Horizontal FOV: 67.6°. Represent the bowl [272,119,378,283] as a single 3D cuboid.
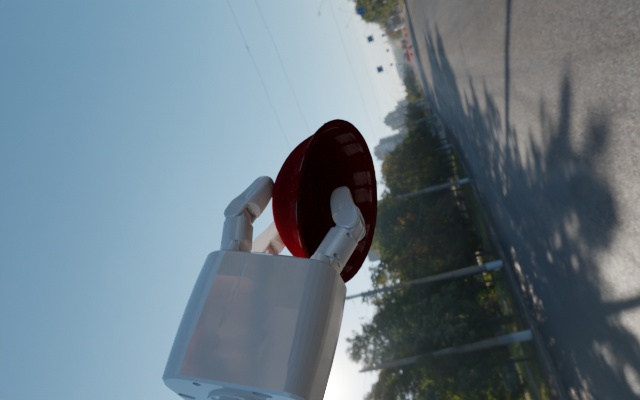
[{"bbox_3d":[0.000,0.001,0.478,0.055,0.162,0.162,2,1,32],"label":"bowl"}]
